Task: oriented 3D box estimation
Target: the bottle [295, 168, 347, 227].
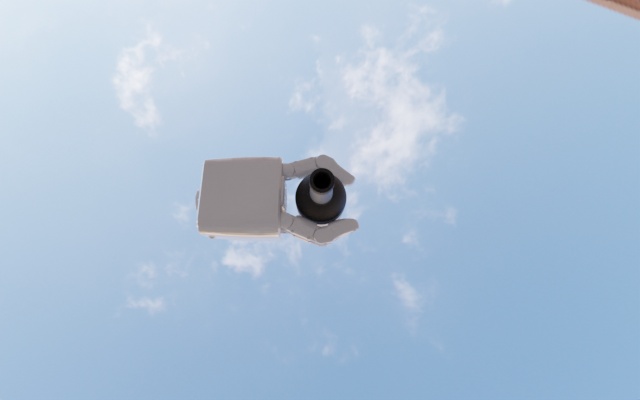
[{"bbox_3d":[0.000,0.002,0.648,0.069,0.069,0.296,0,-9,-1],"label":"bottle"}]
